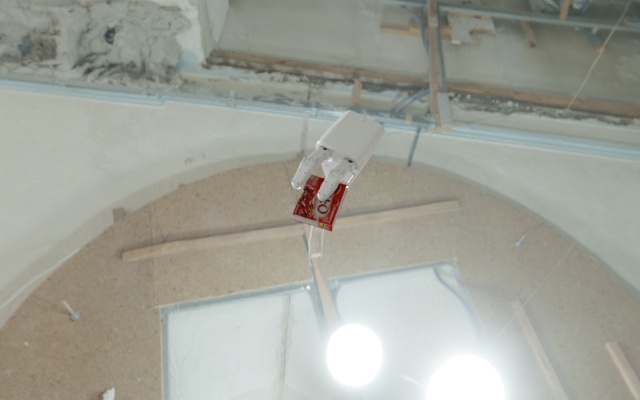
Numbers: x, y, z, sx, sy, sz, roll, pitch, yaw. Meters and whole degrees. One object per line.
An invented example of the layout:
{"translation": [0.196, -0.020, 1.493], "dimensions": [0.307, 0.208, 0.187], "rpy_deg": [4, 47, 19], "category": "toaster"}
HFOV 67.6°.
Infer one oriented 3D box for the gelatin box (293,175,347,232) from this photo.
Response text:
{"translation": [0.000, 0.003, 0.849], "dimensions": [0.073, 0.089, 0.030], "rpy_deg": [17, -27, 10], "category": "gelatin box"}
